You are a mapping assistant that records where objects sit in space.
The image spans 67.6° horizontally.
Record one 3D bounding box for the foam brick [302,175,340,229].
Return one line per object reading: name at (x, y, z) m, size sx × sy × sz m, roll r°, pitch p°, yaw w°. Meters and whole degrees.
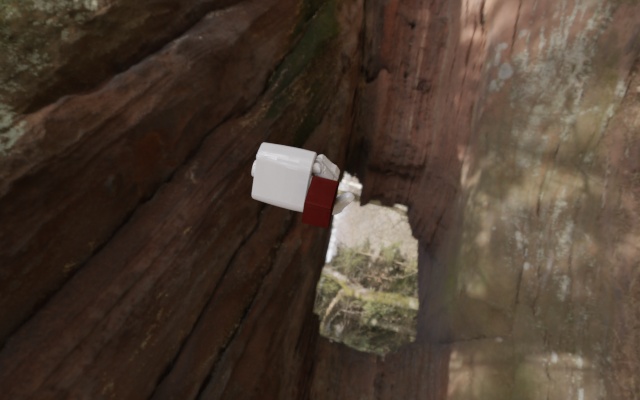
foam brick at (0.000, 0.003, 0.865) m, size 0.051 × 0.053 × 0.078 m, roll 13°, pitch 44°, yaw 3°
